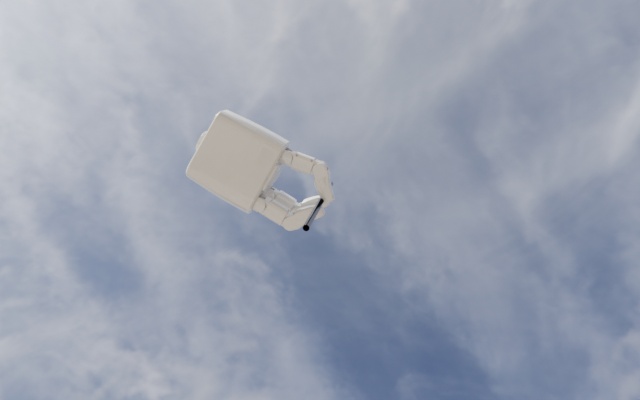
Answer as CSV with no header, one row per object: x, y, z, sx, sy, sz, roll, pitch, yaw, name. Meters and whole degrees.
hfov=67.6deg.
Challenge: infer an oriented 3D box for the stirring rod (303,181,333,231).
0.000,0.002,0.669,0.011,0.011,0.239,0,14,8,stirring rod
